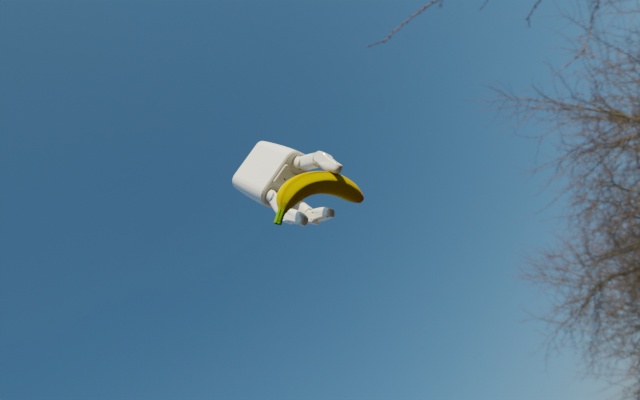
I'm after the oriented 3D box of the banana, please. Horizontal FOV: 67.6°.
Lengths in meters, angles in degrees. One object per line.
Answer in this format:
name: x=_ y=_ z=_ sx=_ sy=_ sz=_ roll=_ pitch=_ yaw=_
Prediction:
banana: x=-0.002 y=-0.015 z=0.774 sx=0.198 sy=0.070 sz=0.037 roll=-13 pitch=22 yaw=-40
